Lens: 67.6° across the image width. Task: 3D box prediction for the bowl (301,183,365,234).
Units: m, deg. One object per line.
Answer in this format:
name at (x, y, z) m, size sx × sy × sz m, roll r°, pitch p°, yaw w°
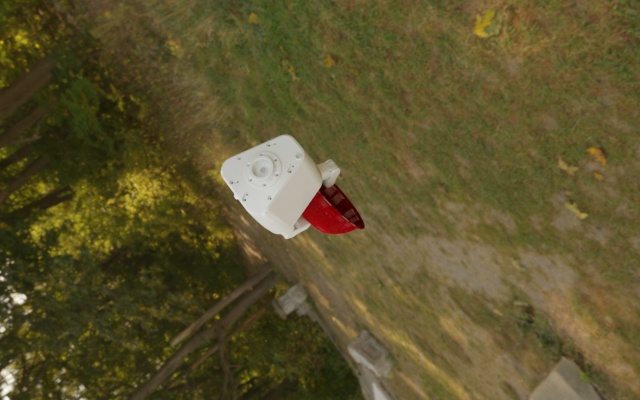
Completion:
bowl at (0.000, 0.003, 0.793) m, size 0.055 × 0.162 × 0.162 m, roll -43°, pitch -11°, yaw 12°
